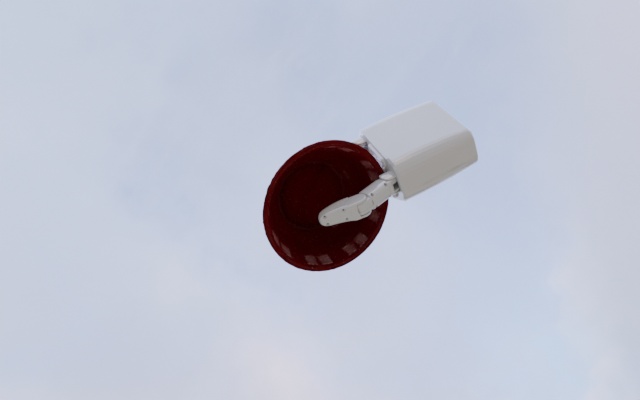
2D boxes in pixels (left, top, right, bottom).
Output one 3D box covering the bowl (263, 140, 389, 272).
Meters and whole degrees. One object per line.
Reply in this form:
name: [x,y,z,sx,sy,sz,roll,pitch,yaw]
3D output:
bowl: [-0.001,0.002,0.579,0.162,0.162,0.055,0,17,-25]
